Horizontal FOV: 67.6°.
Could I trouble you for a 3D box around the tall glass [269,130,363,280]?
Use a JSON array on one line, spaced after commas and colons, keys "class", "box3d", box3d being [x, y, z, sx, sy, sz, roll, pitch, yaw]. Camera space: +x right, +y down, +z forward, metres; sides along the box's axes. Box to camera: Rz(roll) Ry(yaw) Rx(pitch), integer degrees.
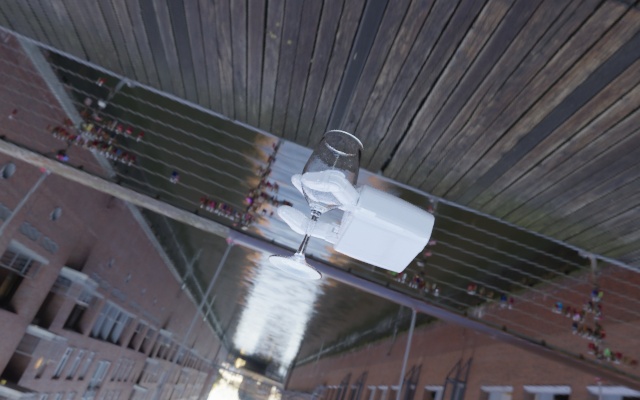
[{"class": "tall glass", "box3d": [0.000, 0.003, 0.657, 0.079, 0.201, 0.079, 18, -23, 8]}]
